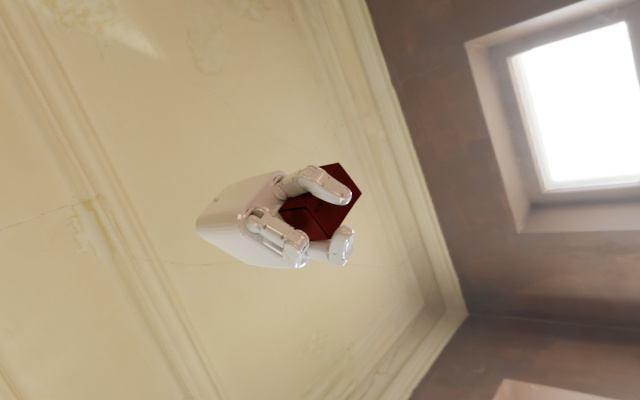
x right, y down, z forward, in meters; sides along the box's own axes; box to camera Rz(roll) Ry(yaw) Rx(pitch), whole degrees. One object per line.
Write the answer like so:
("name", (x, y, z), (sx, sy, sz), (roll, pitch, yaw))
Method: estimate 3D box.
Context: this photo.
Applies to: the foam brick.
("foam brick", (0.000, 0.002, 0.554), (0.051, 0.053, 0.078), (-8, 36, 47))
